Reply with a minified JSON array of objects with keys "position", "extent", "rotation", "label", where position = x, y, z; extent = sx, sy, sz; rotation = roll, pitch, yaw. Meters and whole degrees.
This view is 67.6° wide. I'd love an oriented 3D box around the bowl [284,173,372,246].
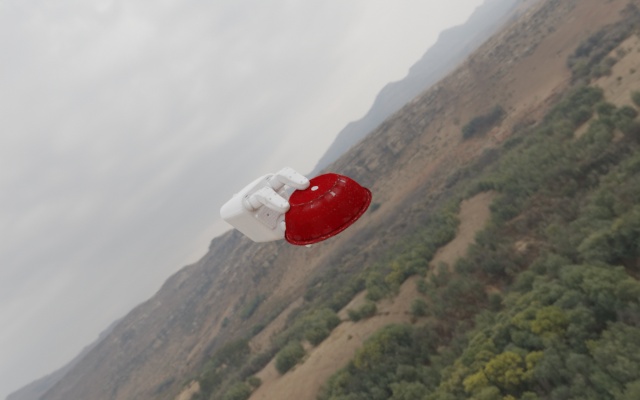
[{"position":[0.001,0.002,0.781],"extent":[0.162,0.055,0.162],"rotation":[-24,23,11],"label":"bowl"}]
